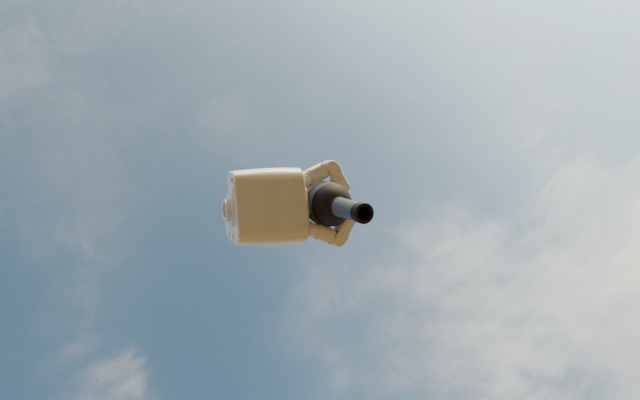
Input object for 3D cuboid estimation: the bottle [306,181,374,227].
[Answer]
[{"bbox_3d":[0.000,0.002,0.744,0.069,0.069,0.295,0,6,-23],"label":"bottle"}]
